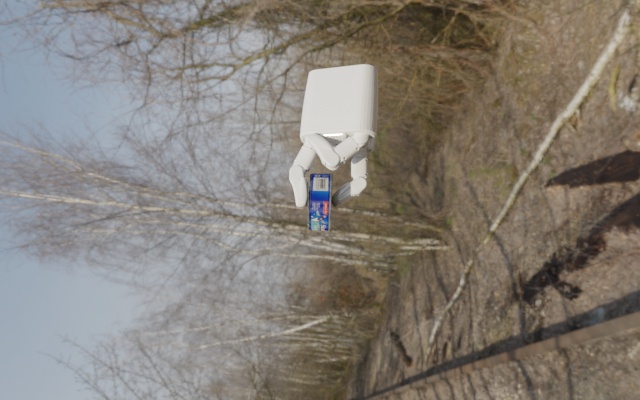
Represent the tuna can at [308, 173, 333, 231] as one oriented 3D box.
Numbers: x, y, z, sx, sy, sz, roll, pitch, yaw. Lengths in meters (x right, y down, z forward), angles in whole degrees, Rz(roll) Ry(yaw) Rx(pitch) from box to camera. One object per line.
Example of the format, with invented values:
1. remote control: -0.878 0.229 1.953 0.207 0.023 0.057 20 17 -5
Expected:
1. tuna can: 0.000 0.002 0.707 0.034 0.086 0.086 2 0 1
